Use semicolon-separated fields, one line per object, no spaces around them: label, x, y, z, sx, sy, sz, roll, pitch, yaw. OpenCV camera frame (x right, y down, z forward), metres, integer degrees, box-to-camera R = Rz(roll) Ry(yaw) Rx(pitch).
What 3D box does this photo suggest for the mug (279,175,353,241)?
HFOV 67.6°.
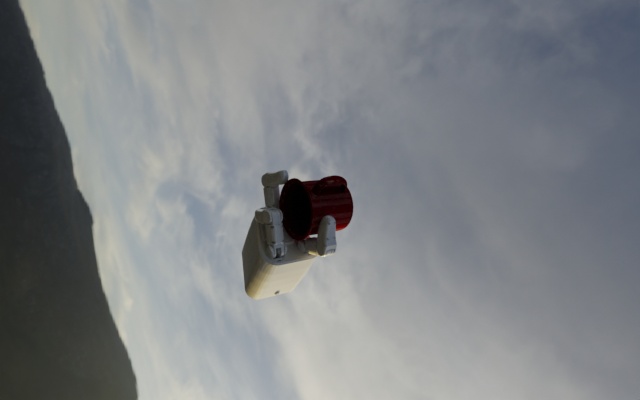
mug;0.001;0.001;0.717;0.081;0.093;0.117;-6;-36;-35
